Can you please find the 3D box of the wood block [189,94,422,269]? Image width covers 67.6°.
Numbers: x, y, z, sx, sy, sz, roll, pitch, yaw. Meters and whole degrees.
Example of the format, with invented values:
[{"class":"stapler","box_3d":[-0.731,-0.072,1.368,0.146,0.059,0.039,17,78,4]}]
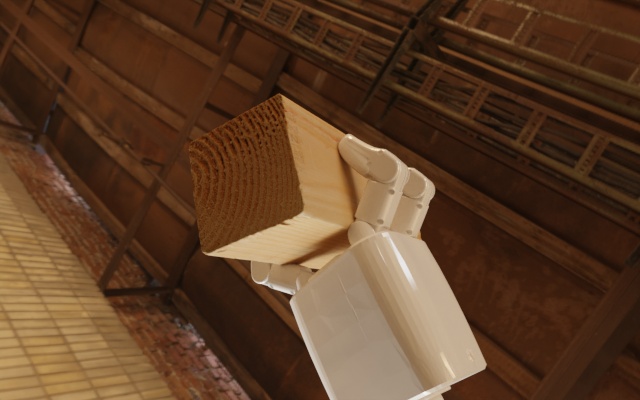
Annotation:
[{"class":"wood block","box_3d":[0.000,0.002,0.407,0.091,0.090,0.206,-23,-22,26]}]
